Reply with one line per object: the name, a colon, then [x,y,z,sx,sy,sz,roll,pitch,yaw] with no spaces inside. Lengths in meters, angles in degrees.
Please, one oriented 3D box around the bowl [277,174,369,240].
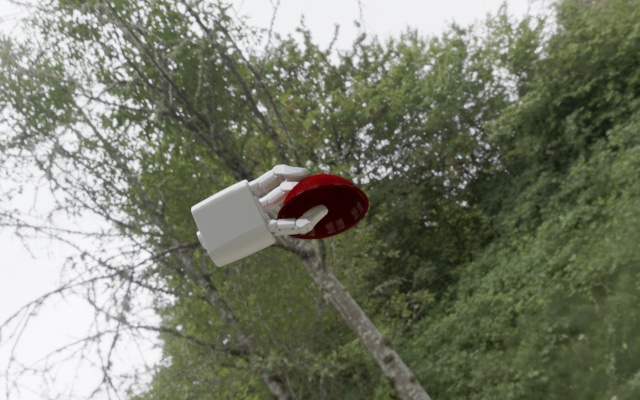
bowl: [0.001,0.002,0.833,0.162,0.055,0.162,-9,-35,-7]
